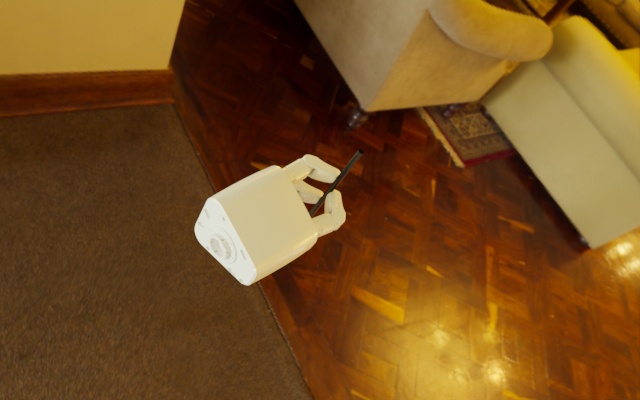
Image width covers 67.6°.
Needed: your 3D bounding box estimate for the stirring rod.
[{"bbox_3d":[0.000,0.002,0.691,0.011,0.011,0.240,0,-32,-30],"label":"stirring rod"}]
